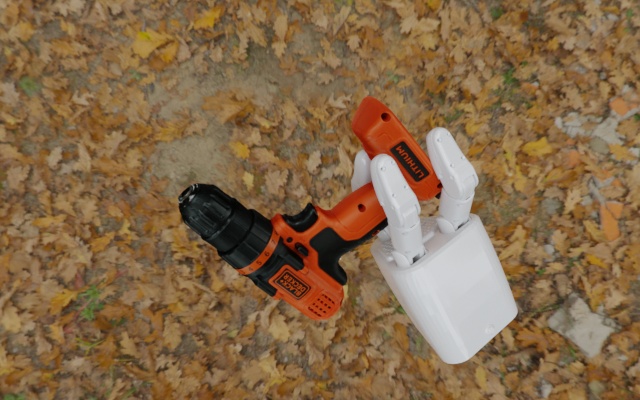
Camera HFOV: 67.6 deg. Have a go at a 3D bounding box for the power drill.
[{"bbox_3d":[0.001,0.001,0.415,0.184,0.187,0.057,43,9,-31],"label":"power drill"}]
